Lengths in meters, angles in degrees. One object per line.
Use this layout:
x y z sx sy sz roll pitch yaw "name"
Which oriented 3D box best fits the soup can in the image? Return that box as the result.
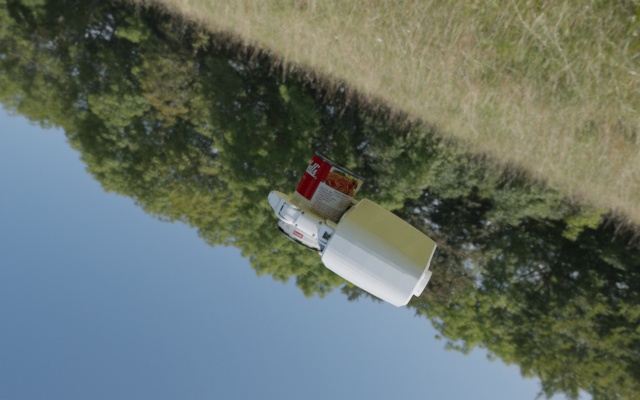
-0.001 0.002 0.575 0.068 0.102 0.068 28 8 -4 "soup can"
